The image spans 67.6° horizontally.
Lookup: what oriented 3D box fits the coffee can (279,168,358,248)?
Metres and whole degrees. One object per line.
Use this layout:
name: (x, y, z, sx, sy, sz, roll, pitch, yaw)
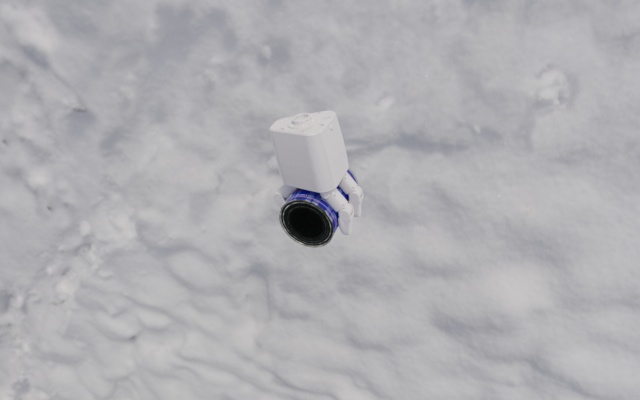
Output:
coffee can: (0.000, 0.003, 0.872, 0.103, 0.103, 0.140, 0, 34, 25)
